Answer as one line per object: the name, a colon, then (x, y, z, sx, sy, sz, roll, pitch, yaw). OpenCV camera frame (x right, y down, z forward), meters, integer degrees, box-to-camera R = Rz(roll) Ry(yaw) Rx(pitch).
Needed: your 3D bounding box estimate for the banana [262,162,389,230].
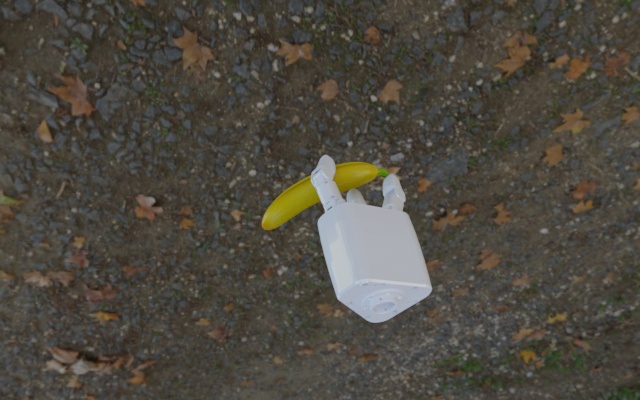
banana: (-0.004, -0.009, 0.658, 0.198, 0.037, 0.070, -22, -38, 10)
